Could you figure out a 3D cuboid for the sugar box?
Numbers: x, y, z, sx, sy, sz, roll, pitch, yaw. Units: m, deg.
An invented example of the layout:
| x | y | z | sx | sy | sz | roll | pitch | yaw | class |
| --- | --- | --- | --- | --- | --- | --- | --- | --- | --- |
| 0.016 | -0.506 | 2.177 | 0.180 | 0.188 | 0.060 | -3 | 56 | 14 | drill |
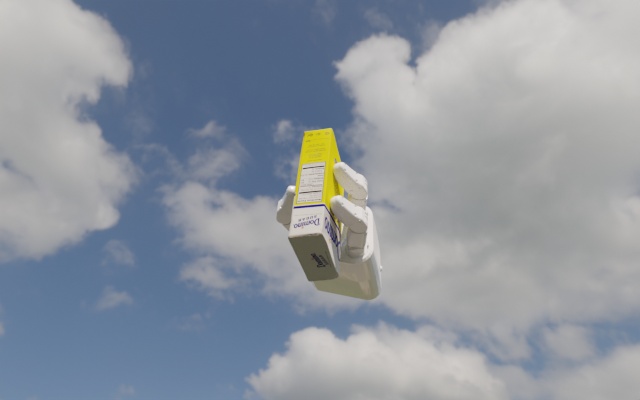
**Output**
| x | y | z | sx | sy | sz | roll | pitch | yaw | class |
| --- | --- | --- | --- | --- | --- | --- | --- | --- | --- |
| 0.001 | 0.002 | 0.597 | 0.048 | 0.176 | 0.093 | -8 | -42 | 11 | sugar box |
